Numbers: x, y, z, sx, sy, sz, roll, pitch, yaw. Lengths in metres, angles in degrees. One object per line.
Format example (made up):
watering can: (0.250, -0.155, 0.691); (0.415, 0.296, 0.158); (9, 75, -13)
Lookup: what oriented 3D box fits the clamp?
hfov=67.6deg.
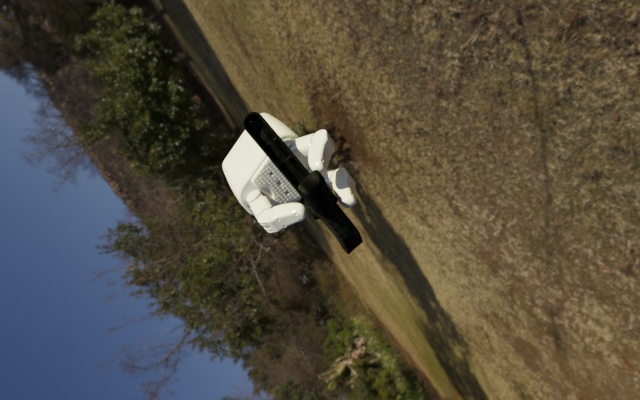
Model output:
clamp: (0.000, 0.003, 0.539); (0.036, 0.210, 0.164); (-40, 36, -2)
